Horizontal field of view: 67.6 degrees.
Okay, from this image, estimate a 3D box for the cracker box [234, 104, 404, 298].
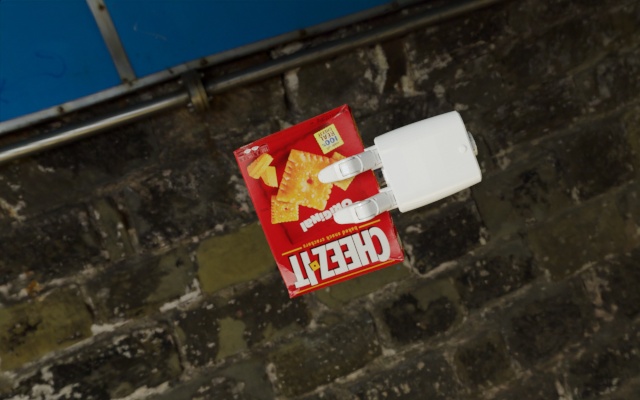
[{"bbox_3d":[0.000,0.002,0.640,0.164,0.214,0.072,-20,3,10],"label":"cracker box"}]
